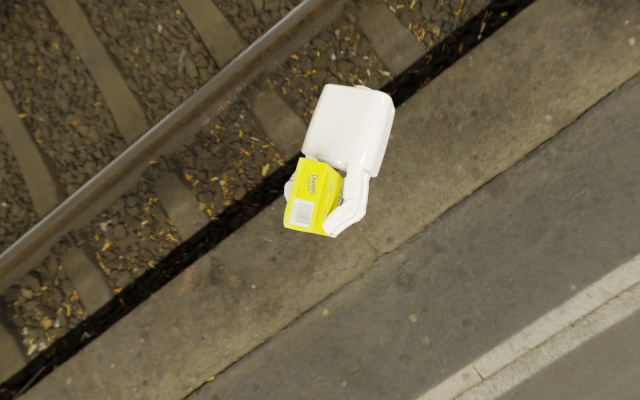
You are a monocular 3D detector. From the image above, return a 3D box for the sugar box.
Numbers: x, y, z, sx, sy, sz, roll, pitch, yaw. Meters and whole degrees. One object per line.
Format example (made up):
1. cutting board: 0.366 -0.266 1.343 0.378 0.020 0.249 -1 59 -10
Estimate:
1. sugar box: 0.001 0.002 0.690 0.048 0.093 0.176 14 -2 16
